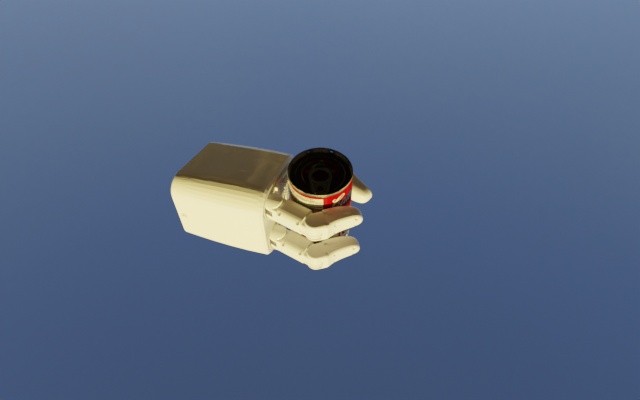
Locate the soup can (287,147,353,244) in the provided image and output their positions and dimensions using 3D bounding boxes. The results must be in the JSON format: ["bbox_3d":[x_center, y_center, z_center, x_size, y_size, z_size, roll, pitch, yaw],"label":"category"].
[{"bbox_3d":[0.001,0.002,0.527,0.068,0.068,0.102,0,-40,1],"label":"soup can"}]
